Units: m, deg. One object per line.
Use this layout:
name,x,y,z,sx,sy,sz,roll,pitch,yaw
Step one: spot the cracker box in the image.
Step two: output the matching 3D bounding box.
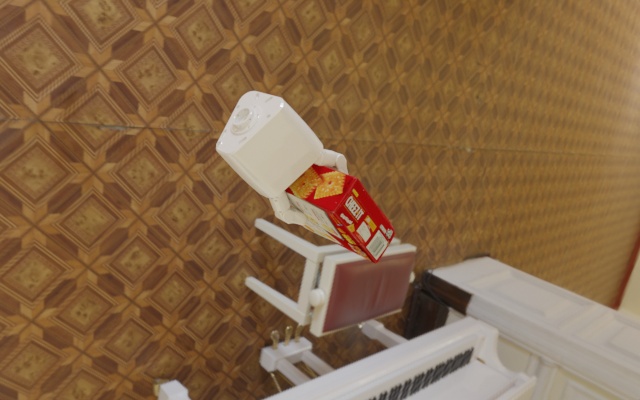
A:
cracker box,0.000,0.003,0.784,0.213,0.072,0.164,24,-17,42
